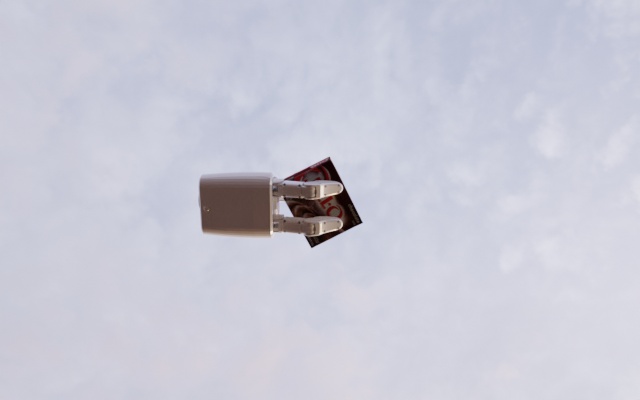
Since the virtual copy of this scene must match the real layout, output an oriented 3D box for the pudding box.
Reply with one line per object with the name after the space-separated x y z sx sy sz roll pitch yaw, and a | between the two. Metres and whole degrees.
0.000 0.002 0.727 0.090 0.113 0.039 -27 15 6 | pudding box
